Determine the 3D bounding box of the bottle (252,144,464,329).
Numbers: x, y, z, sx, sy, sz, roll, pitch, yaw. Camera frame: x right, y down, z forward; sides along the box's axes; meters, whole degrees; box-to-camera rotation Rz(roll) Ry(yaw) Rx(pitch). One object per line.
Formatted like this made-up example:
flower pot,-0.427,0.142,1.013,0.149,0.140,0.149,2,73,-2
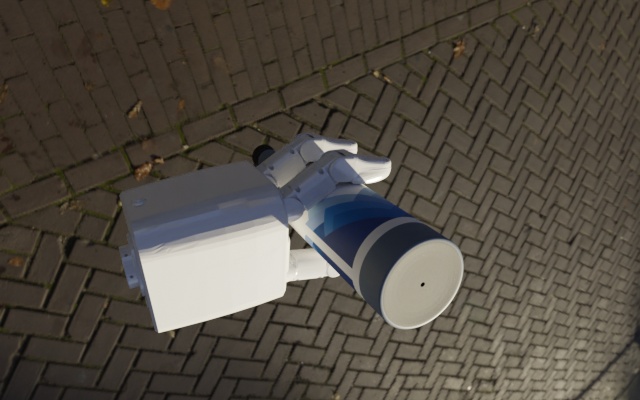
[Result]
bottle,0.000,0.001,0.423,0.069,0.069,0.295,0,21,-28
